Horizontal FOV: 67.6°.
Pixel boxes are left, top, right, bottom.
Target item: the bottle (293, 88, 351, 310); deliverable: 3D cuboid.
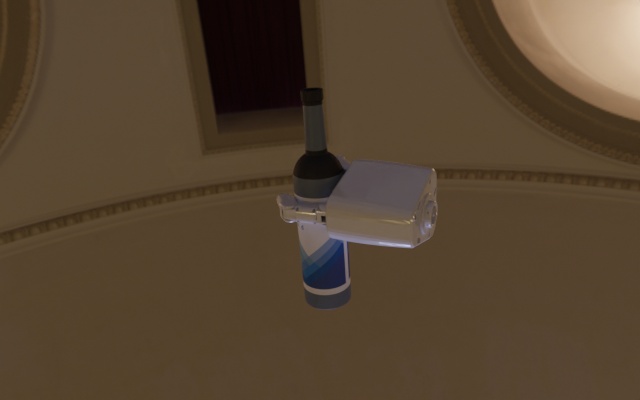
[{"bbox_3d":[0.000,0.002,0.630,0.069,0.296,0.069,-4,22,2],"label":"bottle"}]
